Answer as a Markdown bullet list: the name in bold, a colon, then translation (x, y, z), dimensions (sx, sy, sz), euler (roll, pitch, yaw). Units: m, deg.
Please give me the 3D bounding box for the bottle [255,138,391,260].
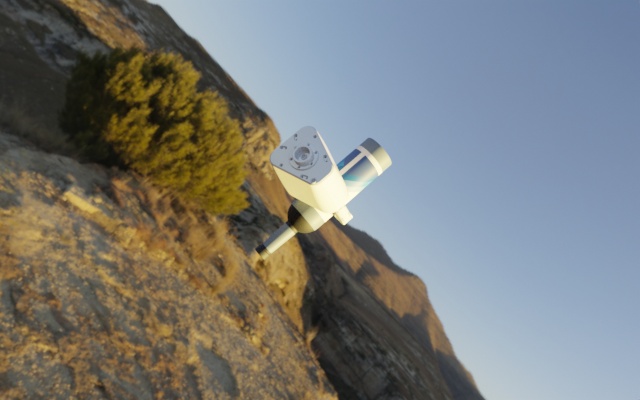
- **bottle**: translation (0.000, 0.003, 0.883), dimensions (0.295, 0.069, 0.069), euler (-41, 5, -5)
